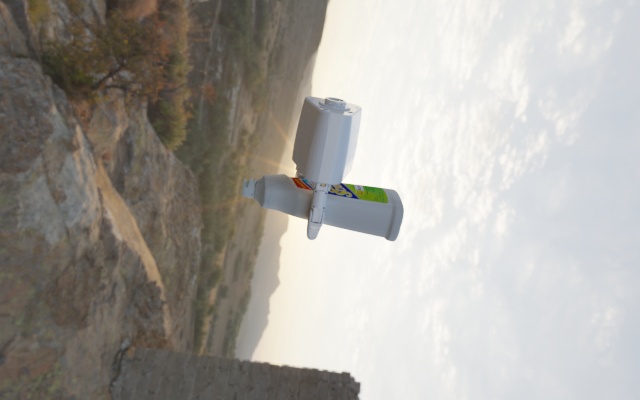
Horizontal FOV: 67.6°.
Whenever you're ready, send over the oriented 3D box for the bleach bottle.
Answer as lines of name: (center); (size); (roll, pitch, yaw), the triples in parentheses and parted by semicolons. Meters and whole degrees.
bleach bottle: (0.000, 0.003, 0.766); (0.251, 0.068, 0.102); (9, 23, -5)
